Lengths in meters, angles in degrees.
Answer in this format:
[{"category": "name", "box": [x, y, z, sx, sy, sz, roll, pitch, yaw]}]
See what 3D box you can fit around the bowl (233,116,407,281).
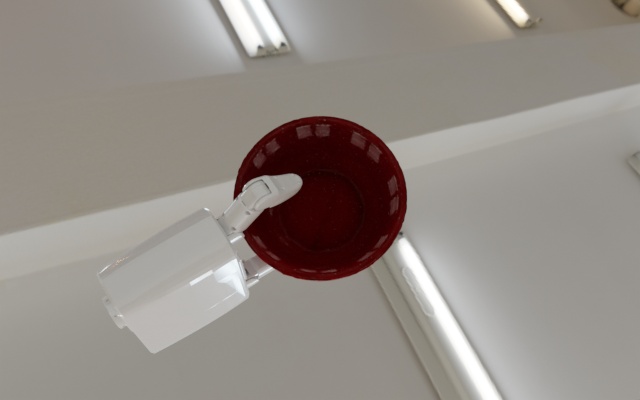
[{"category": "bowl", "box": [0.001, 0.001, 0.467, 0.162, 0.162, 0.055, 0, -17, 2]}]
